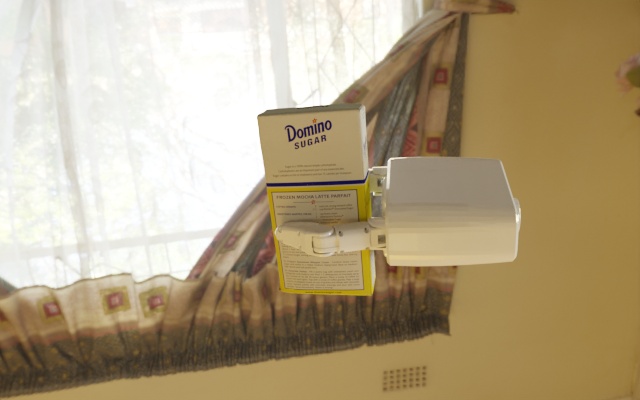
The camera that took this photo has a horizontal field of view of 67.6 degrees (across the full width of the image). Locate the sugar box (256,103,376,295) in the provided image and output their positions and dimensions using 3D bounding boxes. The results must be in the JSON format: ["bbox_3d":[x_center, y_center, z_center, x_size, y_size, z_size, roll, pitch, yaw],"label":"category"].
[{"bbox_3d":[0.000,0.001,0.446,0.093,0.176,0.048,-1,18,12],"label":"sugar box"}]
